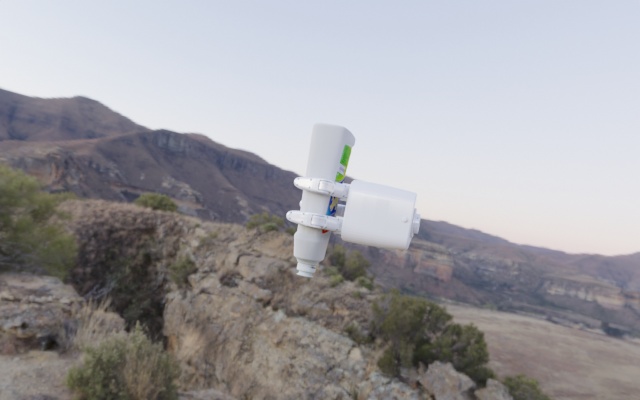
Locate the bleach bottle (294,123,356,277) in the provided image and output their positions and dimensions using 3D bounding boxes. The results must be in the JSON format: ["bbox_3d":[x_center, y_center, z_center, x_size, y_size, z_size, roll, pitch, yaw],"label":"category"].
[{"bbox_3d":[0.000,0.003,0.807,0.068,0.251,0.102,10,-3,14],"label":"bleach bottle"}]
